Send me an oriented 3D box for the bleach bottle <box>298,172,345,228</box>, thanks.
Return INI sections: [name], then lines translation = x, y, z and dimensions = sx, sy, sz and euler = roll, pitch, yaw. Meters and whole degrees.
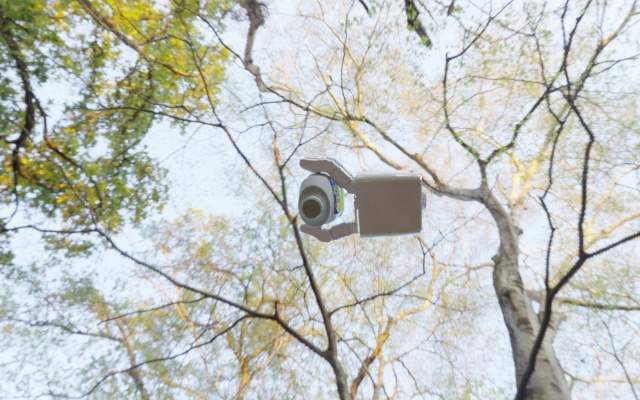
[bleach bottle]
translation = 0.000, 0.003, 0.806
dimensions = 0.068, 0.102, 0.251
euler = -2, 8, 6
